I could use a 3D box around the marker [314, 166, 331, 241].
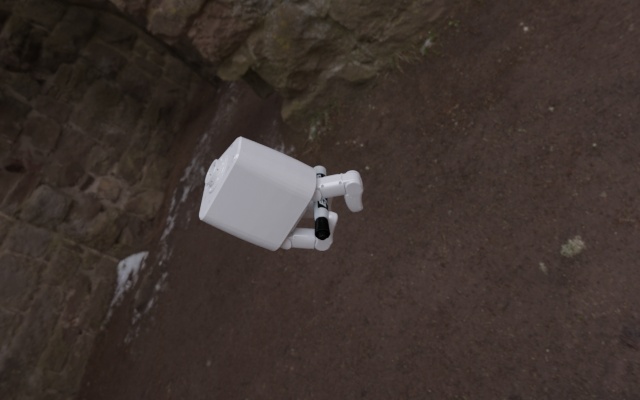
[{"bbox_3d":[0.000,0.002,0.599,0.020,0.020,0.121,0,44,-3],"label":"marker"}]
